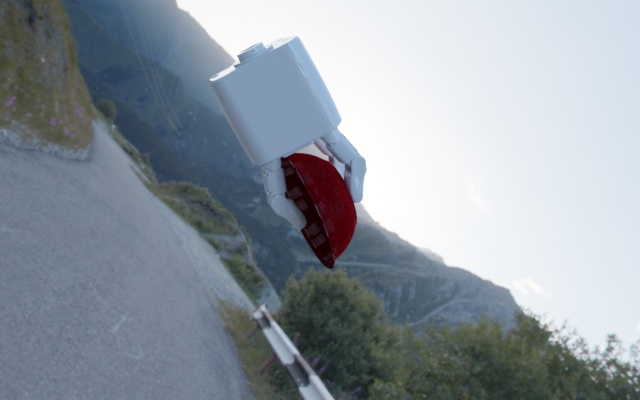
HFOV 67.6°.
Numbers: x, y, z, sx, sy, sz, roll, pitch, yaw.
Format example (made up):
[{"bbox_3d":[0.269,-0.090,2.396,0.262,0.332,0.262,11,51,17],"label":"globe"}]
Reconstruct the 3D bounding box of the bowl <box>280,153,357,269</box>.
[{"bbox_3d":[0.001,0.003,0.599,0.055,0.162,0.162,-25,6,-13],"label":"bowl"}]
